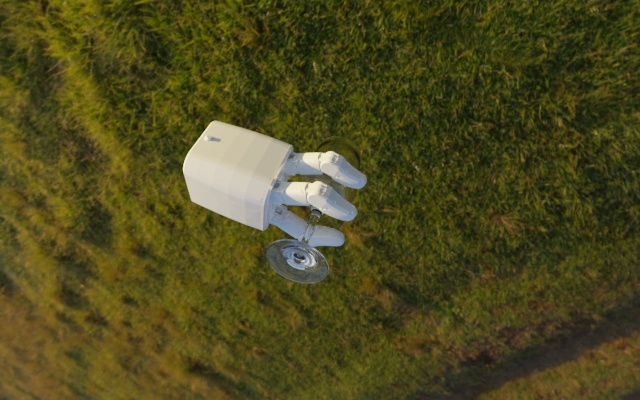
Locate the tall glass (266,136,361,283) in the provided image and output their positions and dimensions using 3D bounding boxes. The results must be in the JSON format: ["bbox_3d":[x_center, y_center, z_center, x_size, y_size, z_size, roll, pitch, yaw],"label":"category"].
[{"bbox_3d":[0.000,0.003,0.602,0.079,0.079,0.201,0,43,22],"label":"tall glass"}]
